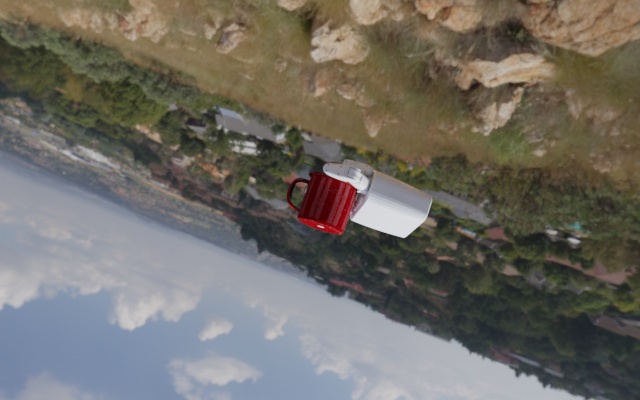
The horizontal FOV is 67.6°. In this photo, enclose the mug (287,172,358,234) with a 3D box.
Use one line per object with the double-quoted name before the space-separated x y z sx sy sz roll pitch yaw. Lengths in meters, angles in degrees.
"mug" -0.001 0.002 0.799 0.117 0.081 0.093 20 -10 -4
